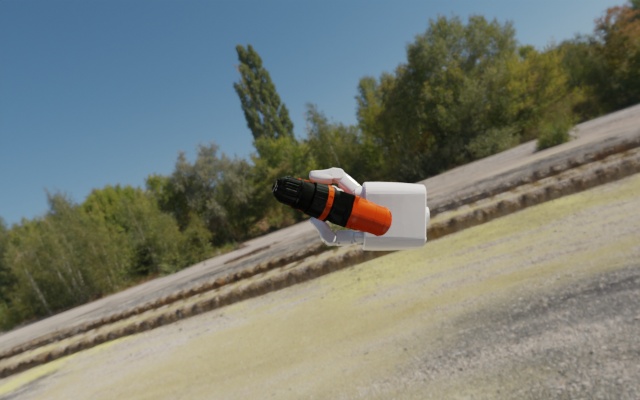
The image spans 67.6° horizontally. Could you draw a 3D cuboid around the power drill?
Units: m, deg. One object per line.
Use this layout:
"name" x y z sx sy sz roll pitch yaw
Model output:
"power drill" 0.000 0.002 0.756 0.184 0.057 0.187 20 1 -16
